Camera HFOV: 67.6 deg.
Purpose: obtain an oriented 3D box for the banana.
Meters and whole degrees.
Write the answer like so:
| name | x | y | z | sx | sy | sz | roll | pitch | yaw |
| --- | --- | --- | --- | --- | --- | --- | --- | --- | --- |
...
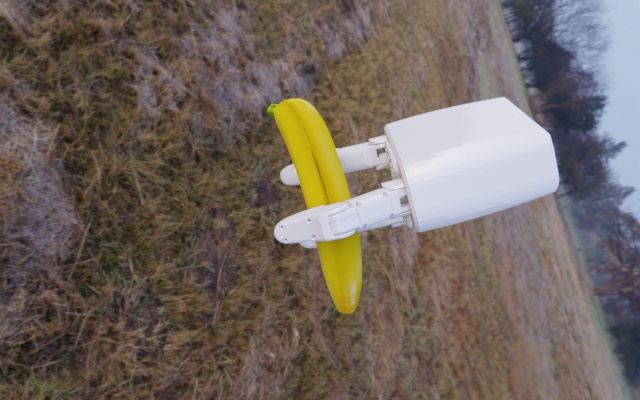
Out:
| name | x | y | z | sx | sy | sz | roll | pitch | yaw |
| --- | --- | --- | --- | --- | --- | --- | --- | --- | --- |
| banana | 0.001 | -0.007 | 0.389 | 0.037 | 0.197 | 0.070 | -16 | -13 | -10 |
